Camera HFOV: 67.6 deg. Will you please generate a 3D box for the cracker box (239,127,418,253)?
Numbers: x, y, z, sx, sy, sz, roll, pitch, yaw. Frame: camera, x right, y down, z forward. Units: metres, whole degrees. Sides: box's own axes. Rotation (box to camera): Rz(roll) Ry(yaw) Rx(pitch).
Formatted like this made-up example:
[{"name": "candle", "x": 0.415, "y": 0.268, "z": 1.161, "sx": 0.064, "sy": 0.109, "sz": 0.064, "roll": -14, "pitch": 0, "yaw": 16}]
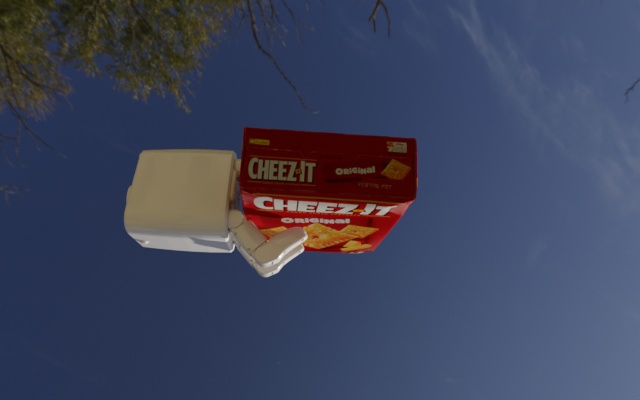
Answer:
[{"name": "cracker box", "x": 0.000, "y": 0.002, "z": 0.532, "sx": 0.164, "sy": 0.072, "sz": 0.214, "roll": 3, "pitch": -19, "yaw": -4}]
